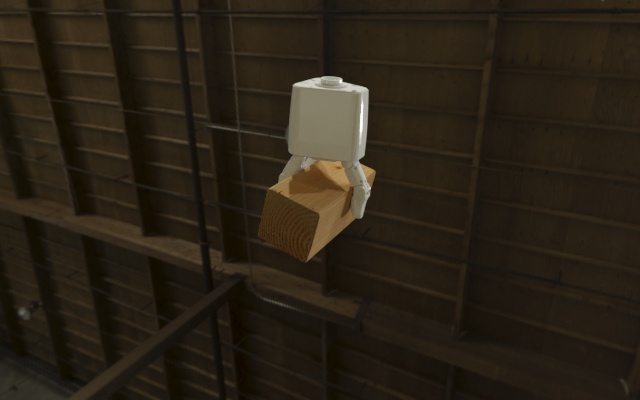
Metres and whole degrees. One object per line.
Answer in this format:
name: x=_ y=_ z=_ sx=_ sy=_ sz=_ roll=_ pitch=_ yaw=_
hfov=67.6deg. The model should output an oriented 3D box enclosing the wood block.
wood block: x=0.001 y=0.002 z=0.771 sx=0.091 sy=0.090 sz=0.206 roll=27 pitch=31 yaw=19
